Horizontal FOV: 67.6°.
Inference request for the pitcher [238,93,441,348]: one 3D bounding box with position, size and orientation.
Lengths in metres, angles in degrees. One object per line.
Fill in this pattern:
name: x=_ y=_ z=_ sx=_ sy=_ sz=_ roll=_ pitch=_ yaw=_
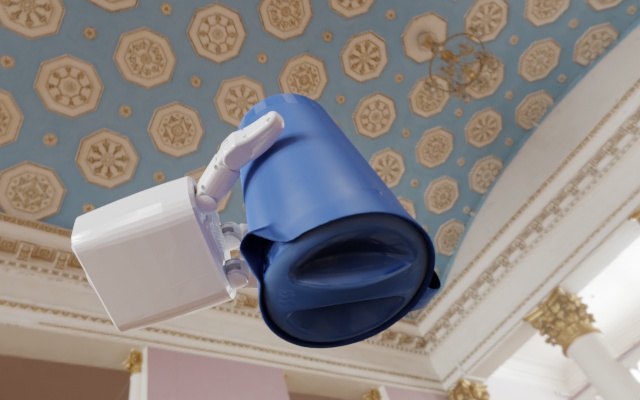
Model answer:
pitcher: x=0.000 y=0.001 z=0.436 sx=0.145 sy=0.149 sz=0.242 roll=-20 pitch=38 yaw=-3
